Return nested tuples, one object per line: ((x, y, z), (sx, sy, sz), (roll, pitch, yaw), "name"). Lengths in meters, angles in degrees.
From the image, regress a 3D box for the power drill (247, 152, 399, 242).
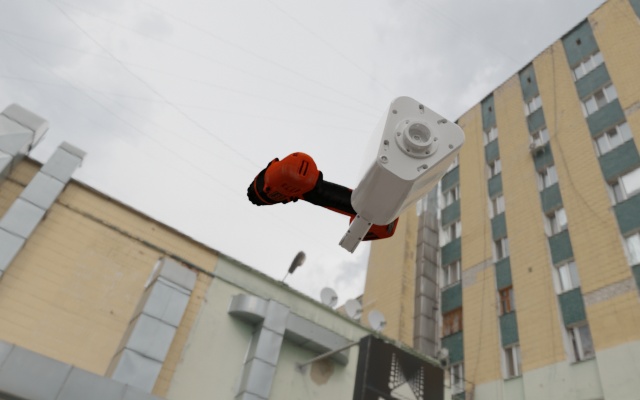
((0.001, 0.002, 0.659), (0.188, 0.057, 0.184), (21, -16, -20), "power drill")
